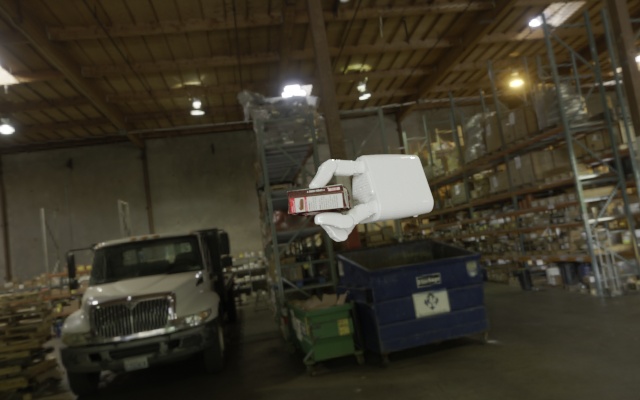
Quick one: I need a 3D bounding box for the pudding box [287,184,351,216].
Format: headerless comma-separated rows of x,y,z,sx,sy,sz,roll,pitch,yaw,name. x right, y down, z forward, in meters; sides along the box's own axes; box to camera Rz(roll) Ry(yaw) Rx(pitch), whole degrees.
0.000,0.002,0.761,0.090,0.039,0.113,-7,-6,6,pudding box
